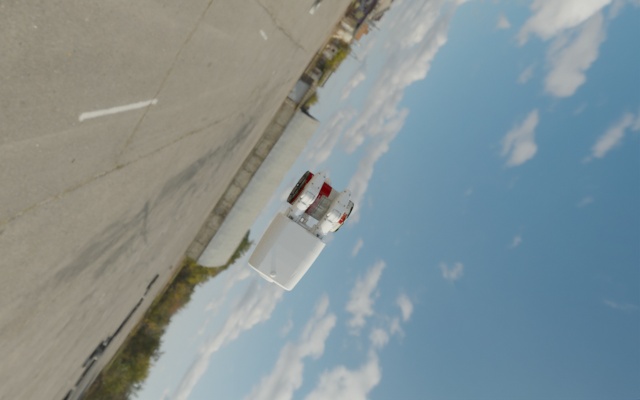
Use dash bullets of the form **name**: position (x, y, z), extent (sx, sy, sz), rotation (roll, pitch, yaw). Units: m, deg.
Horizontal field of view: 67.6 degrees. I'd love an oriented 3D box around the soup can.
- **soup can**: position (0.001, 0.003, 0.853), extent (0.102, 0.068, 0.068), rotation (35, -7, -10)
